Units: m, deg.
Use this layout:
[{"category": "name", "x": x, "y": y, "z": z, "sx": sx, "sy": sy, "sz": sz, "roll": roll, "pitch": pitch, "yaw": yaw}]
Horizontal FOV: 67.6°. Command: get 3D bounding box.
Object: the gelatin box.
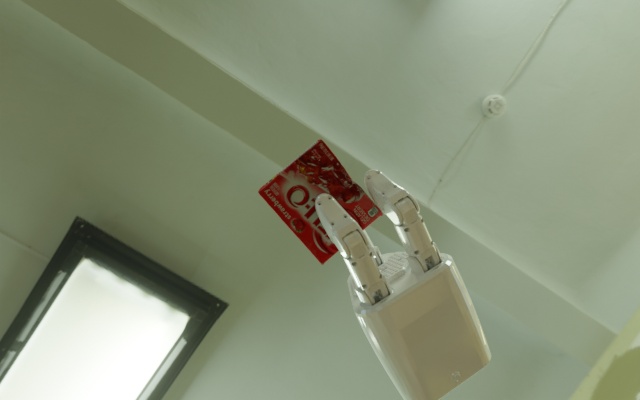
[{"category": "gelatin box", "x": 0.000, "y": 0.001, "z": 0.431, "sx": 0.073, "sy": 0.089, "sz": 0.030, "roll": -40, "pitch": 8, "yaw": 0}]
